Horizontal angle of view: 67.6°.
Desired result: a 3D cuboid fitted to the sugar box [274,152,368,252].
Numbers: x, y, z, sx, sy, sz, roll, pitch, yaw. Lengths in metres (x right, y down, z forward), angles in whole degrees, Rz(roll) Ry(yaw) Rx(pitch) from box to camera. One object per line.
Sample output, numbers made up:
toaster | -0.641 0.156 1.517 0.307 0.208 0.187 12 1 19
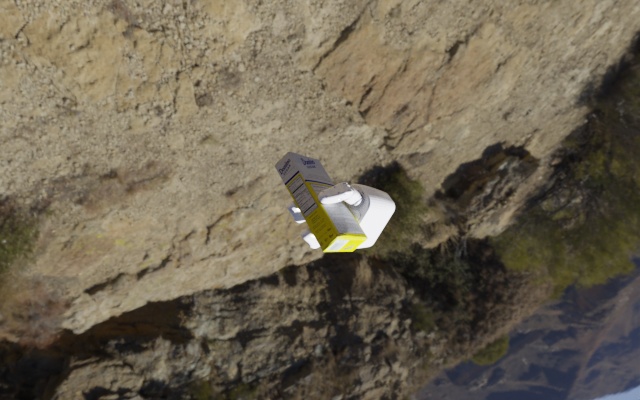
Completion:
sugar box | 0.000 0.003 0.798 0.048 0.176 0.093 -44 -28 23
